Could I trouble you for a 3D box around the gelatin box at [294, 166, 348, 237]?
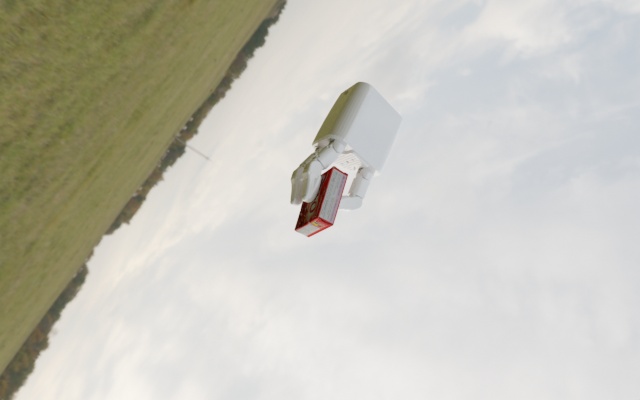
[{"bbox_3d":[0.000,0.003,0.696,0.030,0.089,0.073,27,-29,-20],"label":"gelatin box"}]
